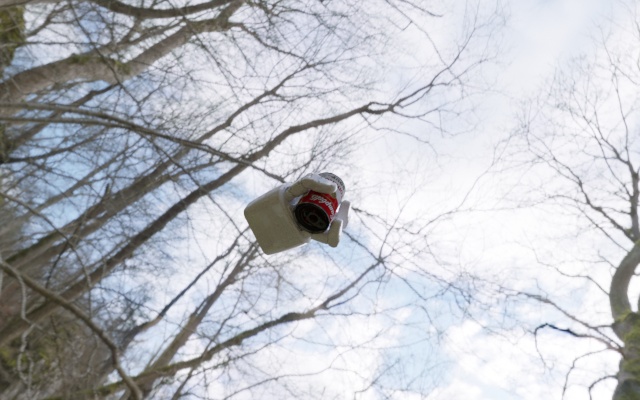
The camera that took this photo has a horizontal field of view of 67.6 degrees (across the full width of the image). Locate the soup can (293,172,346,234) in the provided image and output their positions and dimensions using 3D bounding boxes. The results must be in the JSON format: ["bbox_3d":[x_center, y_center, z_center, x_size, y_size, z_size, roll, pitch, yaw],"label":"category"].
[{"bbox_3d":[0.001,0.002,0.860,0.068,0.068,0.102,0,35,24],"label":"soup can"}]
